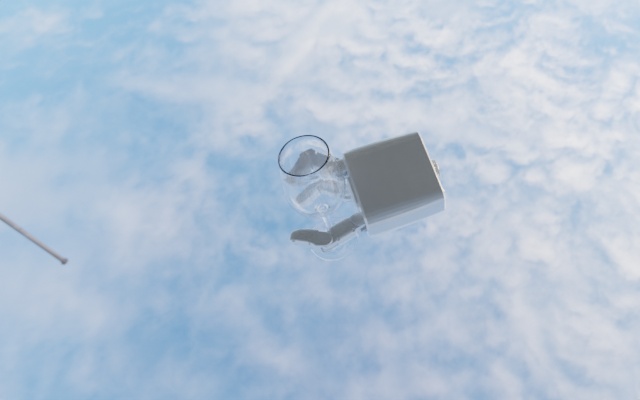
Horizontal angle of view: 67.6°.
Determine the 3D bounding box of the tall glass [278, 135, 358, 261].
[{"bbox_3d":[0.000,0.003,0.629,0.079,0.079,0.201,0,-33,14],"label":"tall glass"}]
